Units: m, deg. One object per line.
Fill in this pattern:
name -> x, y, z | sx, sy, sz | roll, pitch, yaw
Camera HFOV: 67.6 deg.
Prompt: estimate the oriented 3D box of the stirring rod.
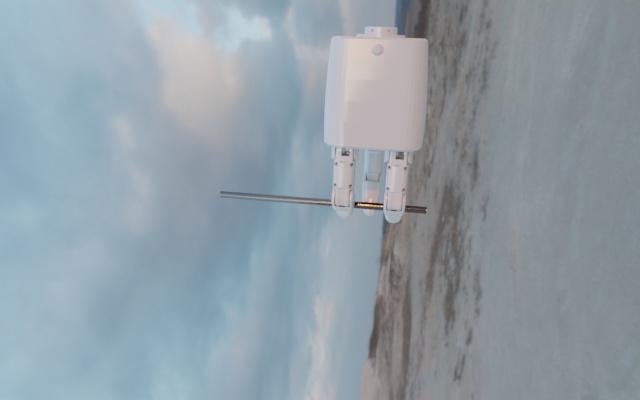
stirring rod -> 0.000, 0.002, 0.553 | 0.239, 0.011, 0.011 | 5, 1, 8
